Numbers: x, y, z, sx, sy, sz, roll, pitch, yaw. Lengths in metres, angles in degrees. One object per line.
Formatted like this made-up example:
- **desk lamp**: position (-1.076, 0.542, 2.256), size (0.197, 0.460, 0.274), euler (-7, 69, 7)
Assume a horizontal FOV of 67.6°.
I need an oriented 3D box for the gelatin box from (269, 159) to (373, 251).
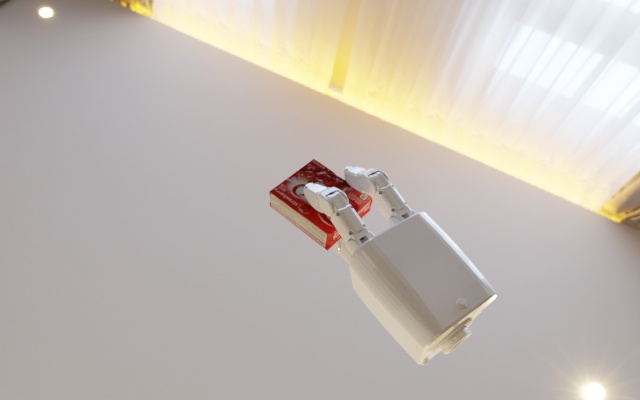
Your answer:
- **gelatin box**: position (0.000, 0.002, 0.526), size (0.089, 0.030, 0.073), euler (35, 55, 23)
